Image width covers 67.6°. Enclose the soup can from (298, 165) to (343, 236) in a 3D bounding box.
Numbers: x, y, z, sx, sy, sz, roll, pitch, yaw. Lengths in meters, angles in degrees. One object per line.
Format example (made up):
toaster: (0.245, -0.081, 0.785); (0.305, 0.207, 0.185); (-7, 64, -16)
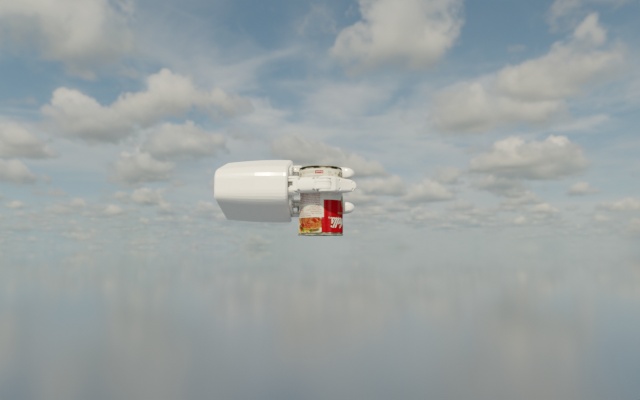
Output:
soup can: (0.001, 0.002, 0.721); (0.068, 0.102, 0.068); (0, -6, 0)
